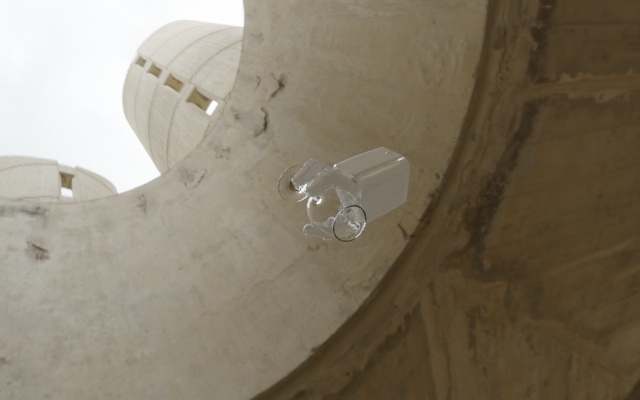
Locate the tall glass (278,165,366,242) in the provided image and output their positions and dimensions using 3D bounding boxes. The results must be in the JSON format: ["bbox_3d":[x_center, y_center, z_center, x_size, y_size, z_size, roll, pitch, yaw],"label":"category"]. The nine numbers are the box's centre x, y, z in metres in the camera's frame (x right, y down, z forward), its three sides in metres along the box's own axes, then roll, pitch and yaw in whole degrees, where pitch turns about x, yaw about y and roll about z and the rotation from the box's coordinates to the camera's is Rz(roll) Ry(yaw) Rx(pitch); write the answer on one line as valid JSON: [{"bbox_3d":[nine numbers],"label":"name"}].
[{"bbox_3d":[0.000,0.003,0.828,0.079,0.079,0.201,0,20,-30],"label":"tall glass"}]
